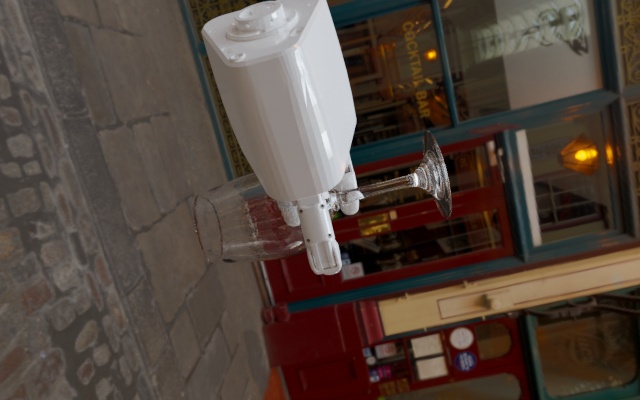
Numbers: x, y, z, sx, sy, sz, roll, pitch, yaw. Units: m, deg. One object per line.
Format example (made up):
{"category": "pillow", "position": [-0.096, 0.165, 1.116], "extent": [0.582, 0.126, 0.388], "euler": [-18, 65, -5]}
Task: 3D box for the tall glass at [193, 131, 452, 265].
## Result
{"category": "tall glass", "position": [0.001, 0.001, 0.400], "extent": [0.201, 0.079, 0.079], "euler": [-14, -1, 4]}
